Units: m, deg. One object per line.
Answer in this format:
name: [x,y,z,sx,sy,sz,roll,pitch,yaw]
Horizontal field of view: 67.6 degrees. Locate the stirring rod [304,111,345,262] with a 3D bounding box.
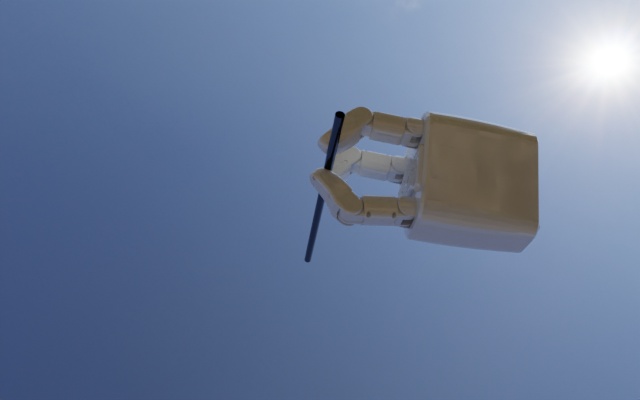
stirring rod: [0.000,0.002,0.471,0.011,0.011,0.240,0,-35,-9]
